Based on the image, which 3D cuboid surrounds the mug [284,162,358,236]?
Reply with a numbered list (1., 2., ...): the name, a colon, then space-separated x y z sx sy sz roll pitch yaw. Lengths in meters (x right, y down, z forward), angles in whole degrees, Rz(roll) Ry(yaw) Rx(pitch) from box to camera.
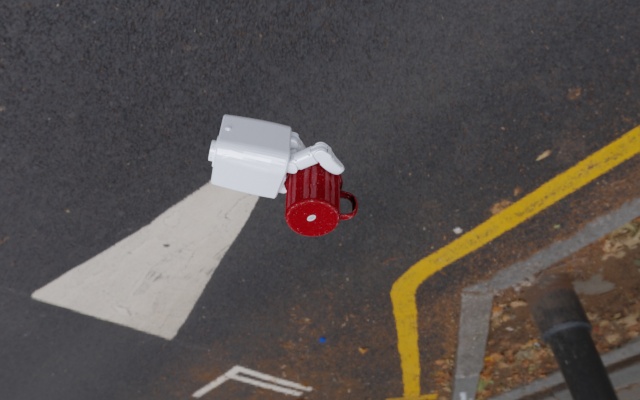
1. mug: 0.001 0.003 0.727 0.117 0.081 0.093 12 -46 -11
